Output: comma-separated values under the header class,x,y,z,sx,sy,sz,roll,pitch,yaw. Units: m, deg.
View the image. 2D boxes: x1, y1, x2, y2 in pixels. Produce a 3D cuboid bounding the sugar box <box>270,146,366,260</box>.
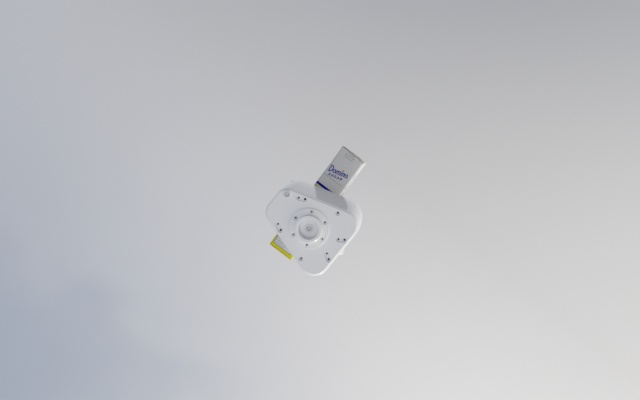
class,x,y,z,sx,sy,sz,roll,pitch,yaw
sugar box,0.000,0.003,0.715,0.048,0.176,0.093,40,7,3
